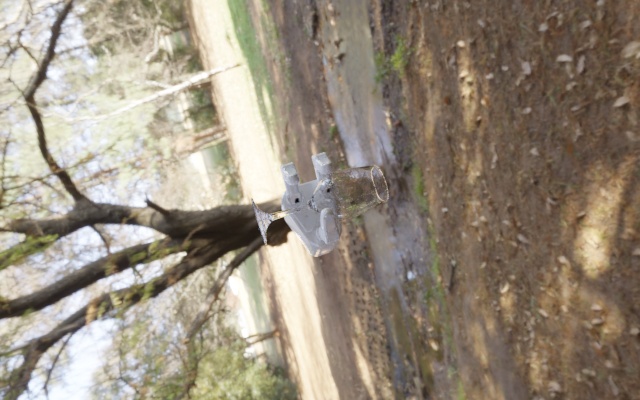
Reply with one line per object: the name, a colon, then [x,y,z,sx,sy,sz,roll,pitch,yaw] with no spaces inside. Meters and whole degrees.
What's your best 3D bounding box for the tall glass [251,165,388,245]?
tall glass: [-0.001,0.003,0.734,0.201,0.079,0.079,-17,3,-9]
